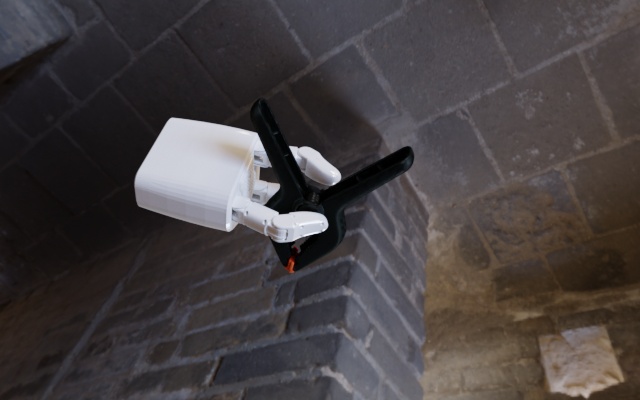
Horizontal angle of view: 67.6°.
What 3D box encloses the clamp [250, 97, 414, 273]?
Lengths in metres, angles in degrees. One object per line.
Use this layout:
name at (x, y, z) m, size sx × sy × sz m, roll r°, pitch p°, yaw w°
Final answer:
clamp at (0.000, 0.003, 0.514) m, size 0.164 × 0.210 × 0.036 m, roll 14°, pitch 38°, yaw 5°
